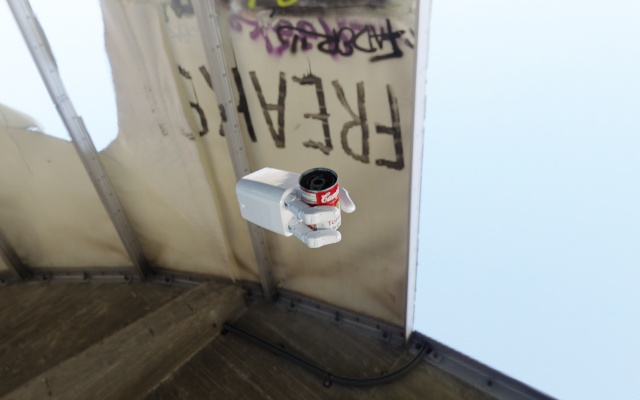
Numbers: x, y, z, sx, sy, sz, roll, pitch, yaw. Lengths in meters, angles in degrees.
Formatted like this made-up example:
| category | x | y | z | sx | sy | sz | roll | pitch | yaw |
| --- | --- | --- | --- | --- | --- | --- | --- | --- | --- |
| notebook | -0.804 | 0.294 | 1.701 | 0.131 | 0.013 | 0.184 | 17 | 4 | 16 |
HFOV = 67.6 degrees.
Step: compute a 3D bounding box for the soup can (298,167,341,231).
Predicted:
| category | x | y | z | sx | sy | sz | roll | pitch | yaw |
| --- | --- | --- | --- | --- | --- | --- | --- | --- | --- |
| soup can | 0.001 | 0.003 | 0.840 | 0.068 | 0.102 | 0.068 | -4 | 39 | 3 |
